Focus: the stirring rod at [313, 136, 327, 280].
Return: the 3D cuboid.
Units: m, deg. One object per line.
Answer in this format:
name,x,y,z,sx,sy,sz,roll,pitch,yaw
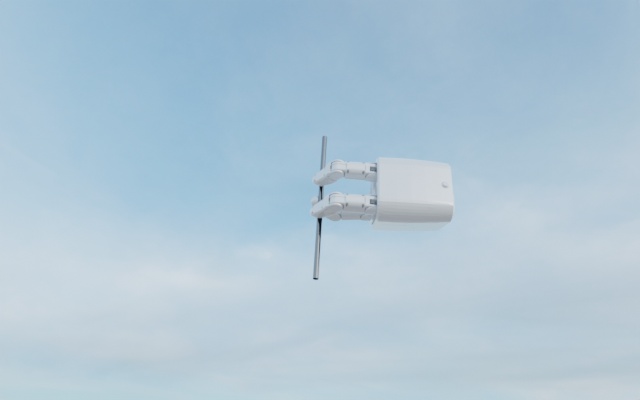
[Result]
stirring rod,0.000,0.002,0.706,0.011,0.239,0.011,3,-30,2
